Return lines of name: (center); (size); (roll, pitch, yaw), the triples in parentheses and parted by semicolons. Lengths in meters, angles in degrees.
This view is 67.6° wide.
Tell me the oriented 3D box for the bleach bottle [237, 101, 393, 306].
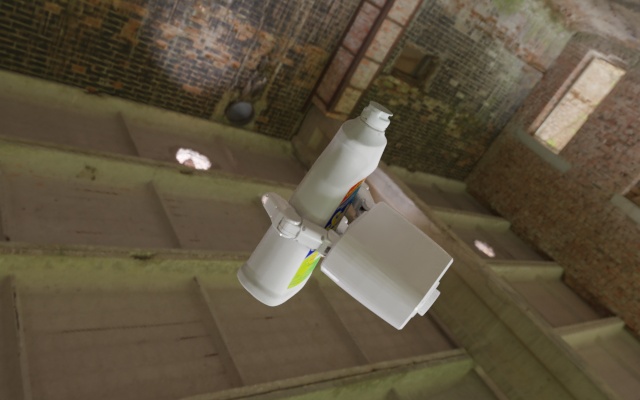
bleach bottle: (0.000, 0.002, 0.546); (0.068, 0.251, 0.102); (38, 25, 15)
